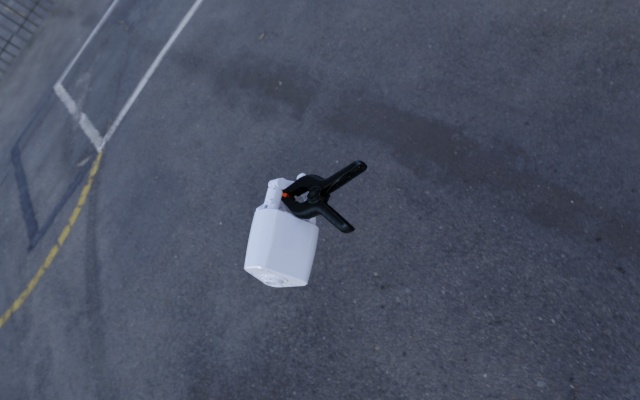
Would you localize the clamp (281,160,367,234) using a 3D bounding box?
[{"bbox_3d":[0.000,0.002,0.797,0.171,0.120,0.039,-11,-32,38],"label":"clamp"}]
